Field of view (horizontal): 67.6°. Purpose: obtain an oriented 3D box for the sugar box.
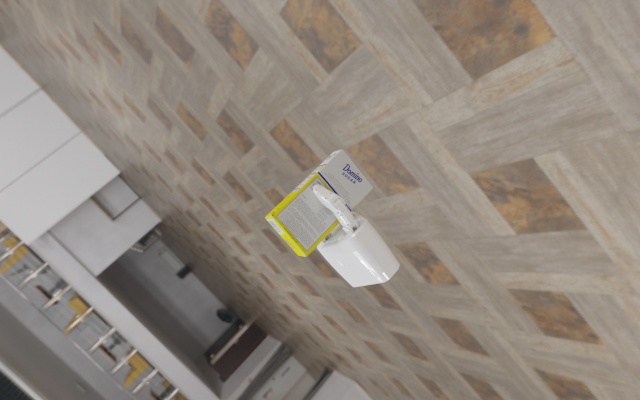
[{"bbox_3d":[0.000,0.003,0.825,0.176,0.093,0.048,-44,14,-21],"label":"sugar box"}]
